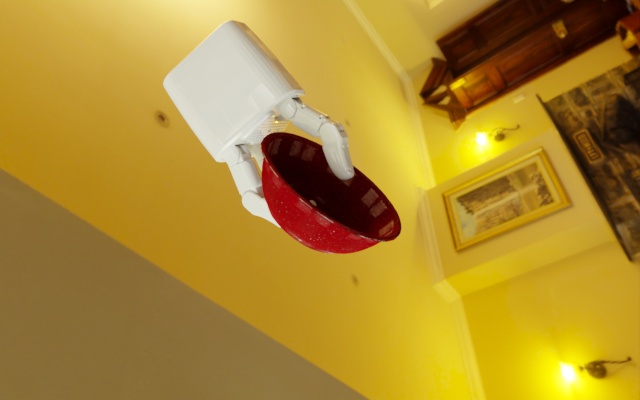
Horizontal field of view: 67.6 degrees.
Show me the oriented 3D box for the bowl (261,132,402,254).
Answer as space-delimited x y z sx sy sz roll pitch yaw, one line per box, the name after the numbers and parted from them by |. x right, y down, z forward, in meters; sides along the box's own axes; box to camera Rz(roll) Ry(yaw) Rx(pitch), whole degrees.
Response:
0.001 0.003 0.475 0.162 0.055 0.162 29 23 -14 | bowl
